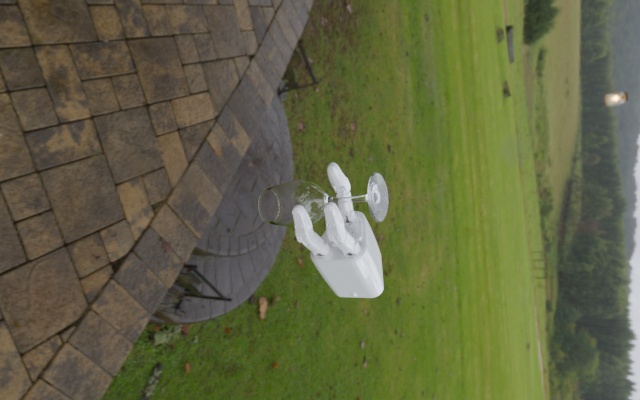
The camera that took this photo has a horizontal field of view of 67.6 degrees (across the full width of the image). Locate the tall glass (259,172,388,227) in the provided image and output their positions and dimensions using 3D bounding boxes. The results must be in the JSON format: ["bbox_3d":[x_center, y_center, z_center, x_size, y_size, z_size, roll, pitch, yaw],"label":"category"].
[{"bbox_3d":[0.001,0.002,0.755,0.201,0.079,0.079,-4,-2,29],"label":"tall glass"}]
